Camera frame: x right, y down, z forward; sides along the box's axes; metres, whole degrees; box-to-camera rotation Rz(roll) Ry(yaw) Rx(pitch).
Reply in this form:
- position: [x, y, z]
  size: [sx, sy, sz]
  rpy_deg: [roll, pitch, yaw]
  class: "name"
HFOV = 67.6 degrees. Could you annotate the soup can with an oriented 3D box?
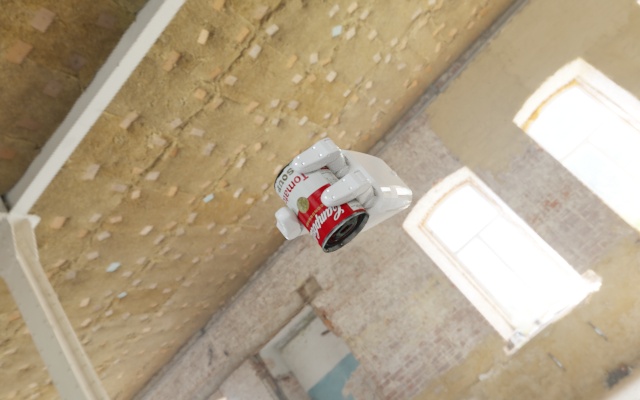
- position: [0.000, 0.002, 0.566]
  size: [0.068, 0.102, 0.068]
  rpy_deg: [-33, -23, -16]
  class: "soup can"
